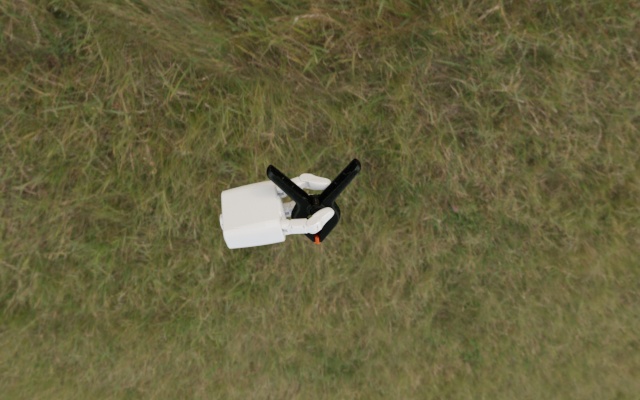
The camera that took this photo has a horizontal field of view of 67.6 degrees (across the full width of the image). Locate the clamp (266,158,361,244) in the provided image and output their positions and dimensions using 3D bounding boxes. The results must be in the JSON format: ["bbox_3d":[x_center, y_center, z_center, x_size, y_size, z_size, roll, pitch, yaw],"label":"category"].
[{"bbox_3d":[0.000,0.004,0.891,0.164,0.036,0.210,-8,-44,3],"label":"clamp"}]
